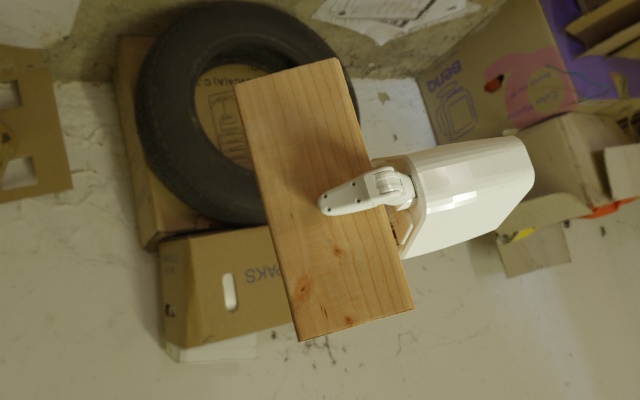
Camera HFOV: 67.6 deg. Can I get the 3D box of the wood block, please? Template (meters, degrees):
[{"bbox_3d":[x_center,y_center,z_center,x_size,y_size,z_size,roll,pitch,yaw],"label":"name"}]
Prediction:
[{"bbox_3d":[0.000,0.001,0.403,0.090,0.206,0.091,-16,-11,-2],"label":"wood block"}]
